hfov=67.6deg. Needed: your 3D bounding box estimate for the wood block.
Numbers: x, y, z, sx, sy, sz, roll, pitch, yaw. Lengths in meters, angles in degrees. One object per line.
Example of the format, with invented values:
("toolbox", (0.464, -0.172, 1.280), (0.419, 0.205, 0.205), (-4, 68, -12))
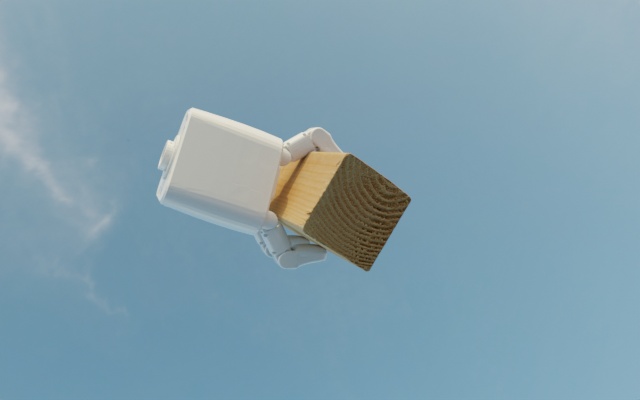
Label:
("wood block", (0.000, 0.001, 0.560), (0.090, 0.091, 0.206), (33, -6, -22))
